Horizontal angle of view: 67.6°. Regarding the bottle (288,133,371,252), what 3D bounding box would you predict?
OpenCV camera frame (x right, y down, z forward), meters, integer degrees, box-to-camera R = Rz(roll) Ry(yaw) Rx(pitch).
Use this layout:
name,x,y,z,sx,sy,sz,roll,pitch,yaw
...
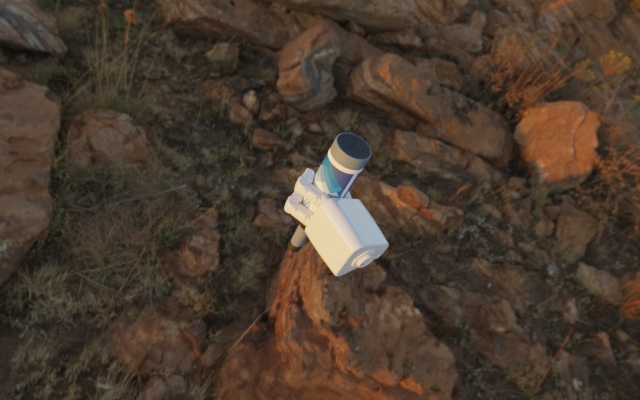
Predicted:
name,x,y,z,sx,sy,sz,roll,pitch,yaw
bottle,0.000,0.003,0.899,0.069,0.069,0.296,0,-40,-30
